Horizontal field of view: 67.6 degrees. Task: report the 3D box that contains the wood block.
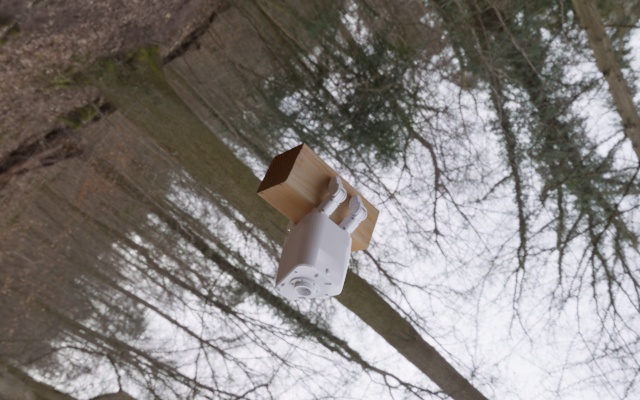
[{"bbox_3d":[0.000,0.003,0.866,0.206,0.090,0.091,41,-36,-27],"label":"wood block"}]
